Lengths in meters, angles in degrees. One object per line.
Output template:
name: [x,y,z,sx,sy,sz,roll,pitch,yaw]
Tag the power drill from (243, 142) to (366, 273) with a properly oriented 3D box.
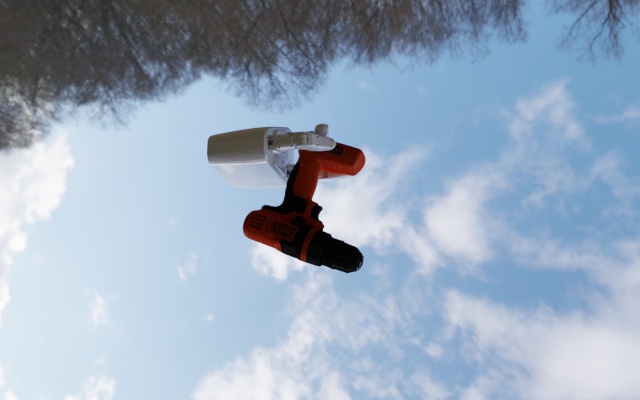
power drill: [0.000,0.002,0.705,0.184,0.187,0.057,19,-24,15]
